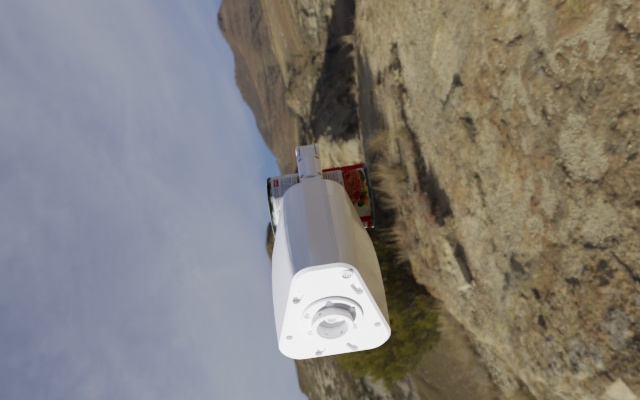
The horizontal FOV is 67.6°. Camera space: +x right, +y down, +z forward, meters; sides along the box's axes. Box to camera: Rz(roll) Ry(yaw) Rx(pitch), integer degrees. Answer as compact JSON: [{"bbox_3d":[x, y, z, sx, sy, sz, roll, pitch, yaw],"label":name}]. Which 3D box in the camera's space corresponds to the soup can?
[{"bbox_3d":[0.000,0.001,0.495,0.102,0.068,0.068,-9,0,0],"label":"soup can"}]
